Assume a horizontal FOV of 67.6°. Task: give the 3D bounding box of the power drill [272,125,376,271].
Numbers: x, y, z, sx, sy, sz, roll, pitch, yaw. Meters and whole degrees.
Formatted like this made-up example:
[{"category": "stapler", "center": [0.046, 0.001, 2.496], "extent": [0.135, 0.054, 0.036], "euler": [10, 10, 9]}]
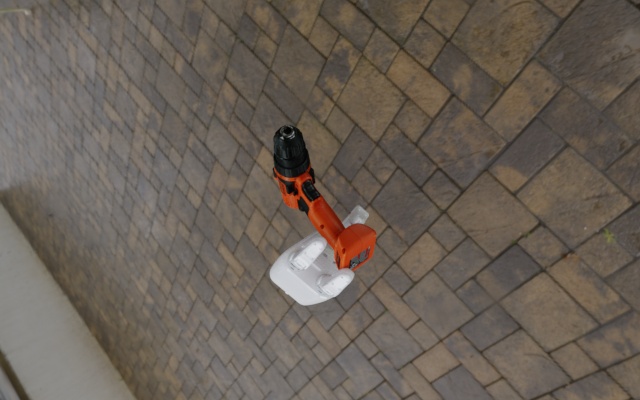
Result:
[{"category": "power drill", "center": [0.000, 0.003, 0.662], "extent": [0.057, 0.187, 0.184], "euler": [-32, -24, -12]}]
